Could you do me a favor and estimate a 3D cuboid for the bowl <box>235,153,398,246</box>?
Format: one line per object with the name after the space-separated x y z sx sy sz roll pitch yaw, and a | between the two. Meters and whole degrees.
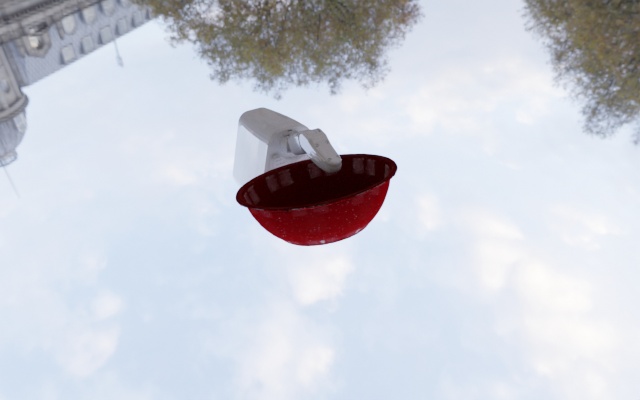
0.000 0.002 0.478 0.162 0.055 0.162 -10 18 3 | bowl
